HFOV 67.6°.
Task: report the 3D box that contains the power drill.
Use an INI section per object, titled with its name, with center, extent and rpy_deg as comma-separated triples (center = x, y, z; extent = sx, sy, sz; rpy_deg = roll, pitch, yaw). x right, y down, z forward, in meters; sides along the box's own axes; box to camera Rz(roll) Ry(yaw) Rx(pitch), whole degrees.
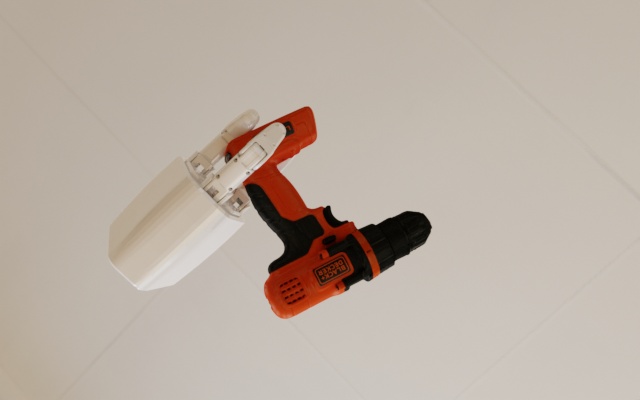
[power drill]
center = 0.000, 0.001, 0.490
extent = 0.184, 0.187, 0.057
rpy_deg = -26, -10, -13
